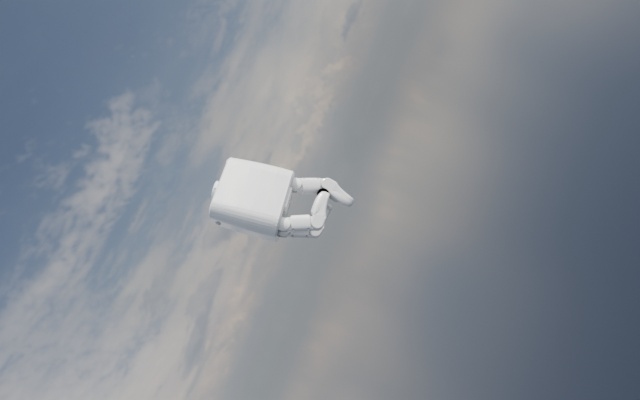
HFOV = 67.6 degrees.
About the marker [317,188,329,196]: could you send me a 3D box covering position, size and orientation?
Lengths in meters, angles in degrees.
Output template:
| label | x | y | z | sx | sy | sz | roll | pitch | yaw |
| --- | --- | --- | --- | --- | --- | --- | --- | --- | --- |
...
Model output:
| label | x | y | z | sx | sy | sz | roll | pitch | yaw |
| --- | --- | --- | --- | --- | --- | --- | --- | --- | --- |
| marker | 0.000 | 0.003 | 0.789 | 0.020 | 0.020 | 0.121 | 0 | -13 | -4 |
